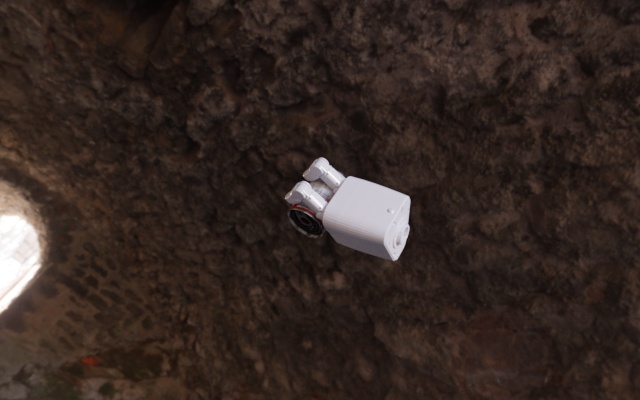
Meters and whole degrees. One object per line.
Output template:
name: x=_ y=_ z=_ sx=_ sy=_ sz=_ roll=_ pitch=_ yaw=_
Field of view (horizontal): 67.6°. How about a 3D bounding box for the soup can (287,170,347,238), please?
soup can: x=0.000 y=0.002 z=0.792 sx=0.068 sy=0.102 sz=0.069 roll=25 pitch=-32 yaw=17
